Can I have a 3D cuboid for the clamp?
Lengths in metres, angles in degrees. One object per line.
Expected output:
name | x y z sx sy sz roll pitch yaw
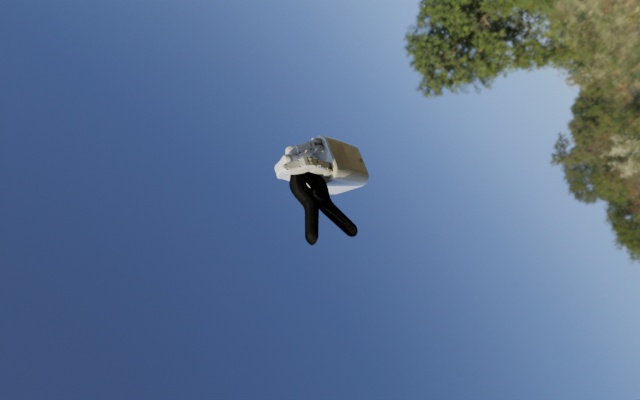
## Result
clamp | 0.000 0.003 0.860 0.120 0.171 0.039 8 -35 -46
